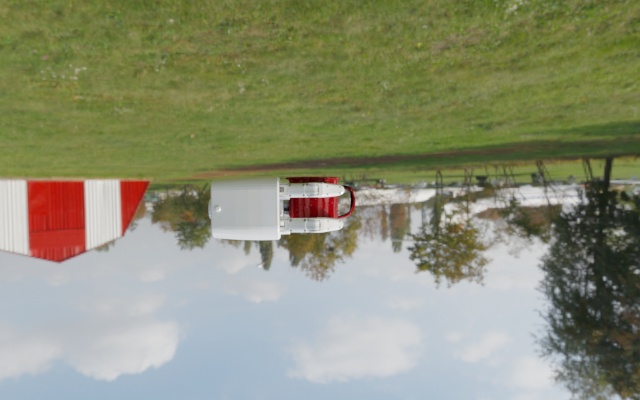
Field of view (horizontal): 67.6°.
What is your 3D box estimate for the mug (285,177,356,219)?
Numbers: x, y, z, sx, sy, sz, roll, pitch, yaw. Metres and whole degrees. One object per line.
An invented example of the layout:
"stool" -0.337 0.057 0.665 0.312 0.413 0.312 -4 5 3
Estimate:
"mug" 0.002 0.003 0.797 0.117 0.081 0.093 0 1 0
